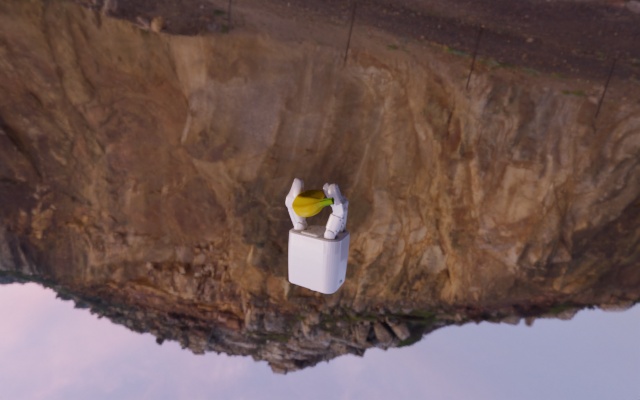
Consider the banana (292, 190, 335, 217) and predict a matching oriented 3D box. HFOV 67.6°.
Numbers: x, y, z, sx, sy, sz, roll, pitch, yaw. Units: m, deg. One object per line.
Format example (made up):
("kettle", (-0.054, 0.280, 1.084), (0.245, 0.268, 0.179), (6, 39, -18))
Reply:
("banana", (-0.018, 0.005, 0.871), (0.069, 0.037, 0.198), (-5, 7, -5))
